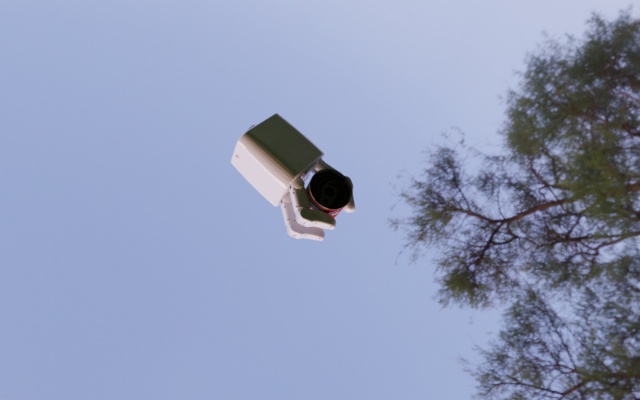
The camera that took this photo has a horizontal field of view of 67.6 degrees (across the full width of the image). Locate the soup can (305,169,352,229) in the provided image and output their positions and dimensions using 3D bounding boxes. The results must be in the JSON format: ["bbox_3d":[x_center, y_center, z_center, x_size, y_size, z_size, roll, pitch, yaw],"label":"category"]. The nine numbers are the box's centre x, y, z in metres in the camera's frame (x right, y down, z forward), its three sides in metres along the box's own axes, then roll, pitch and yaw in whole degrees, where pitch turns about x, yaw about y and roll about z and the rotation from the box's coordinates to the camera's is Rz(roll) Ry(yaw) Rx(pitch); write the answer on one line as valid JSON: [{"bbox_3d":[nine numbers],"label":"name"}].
[{"bbox_3d":[0.000,0.003,0.761,0.068,0.068,0.102,0,-23,-20],"label":"soup can"}]
